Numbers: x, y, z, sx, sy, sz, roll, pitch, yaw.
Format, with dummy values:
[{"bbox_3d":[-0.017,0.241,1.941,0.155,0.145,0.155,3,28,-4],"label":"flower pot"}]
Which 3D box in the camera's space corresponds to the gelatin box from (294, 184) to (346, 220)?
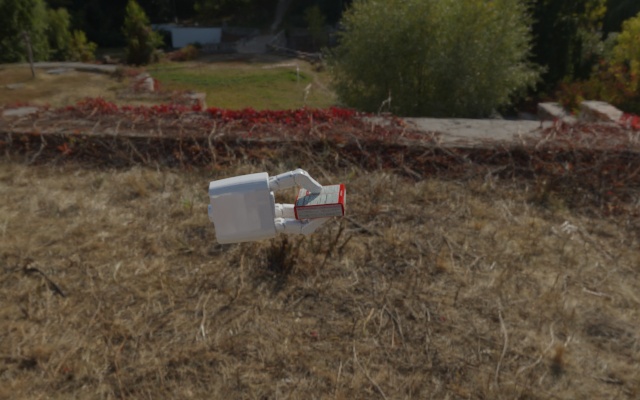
[{"bbox_3d":[0.000,0.002,0.866,0.089,0.030,0.073,-6,28,9],"label":"gelatin box"}]
